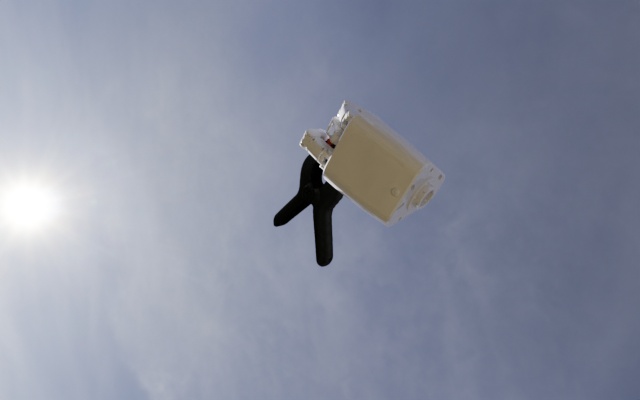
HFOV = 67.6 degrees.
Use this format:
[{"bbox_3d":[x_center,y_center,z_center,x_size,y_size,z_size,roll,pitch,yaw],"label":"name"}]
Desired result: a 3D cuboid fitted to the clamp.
[{"bbox_3d":[0.001,0.002,0.654,0.120,0.171,0.039,42,33,27],"label":"clamp"}]
